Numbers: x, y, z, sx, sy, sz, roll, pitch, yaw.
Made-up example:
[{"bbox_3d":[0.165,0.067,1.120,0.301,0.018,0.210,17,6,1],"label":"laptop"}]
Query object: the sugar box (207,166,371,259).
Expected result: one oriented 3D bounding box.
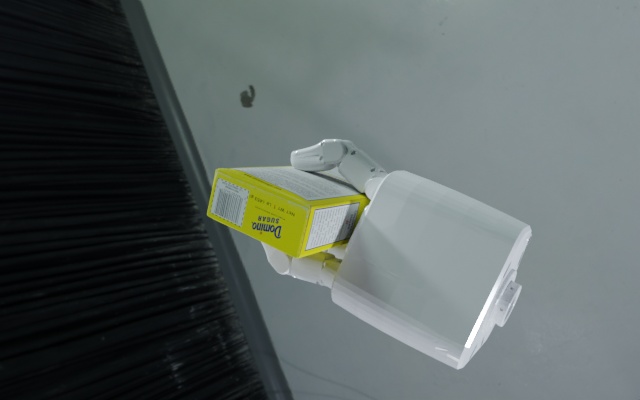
[{"bbox_3d":[0.000,0.002,0.412,0.093,0.048,0.176,22,14,30],"label":"sugar box"}]
